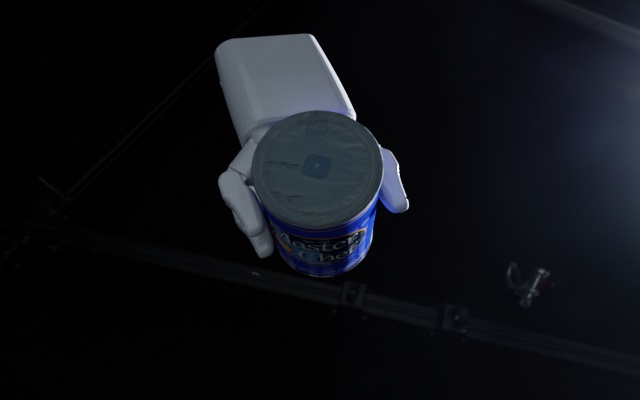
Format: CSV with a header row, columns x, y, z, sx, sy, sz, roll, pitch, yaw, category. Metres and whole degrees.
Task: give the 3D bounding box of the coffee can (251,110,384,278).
x,y,z,sx,sy,sz,roll,pitch,yaw,category
0.000,0.001,0.431,0.103,0.102,0.140,0,-25,2,coffee can
